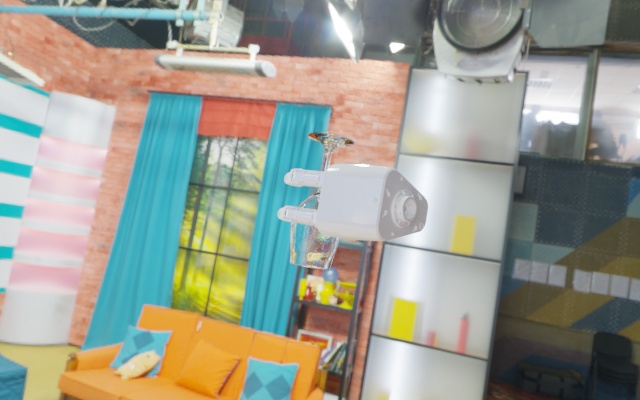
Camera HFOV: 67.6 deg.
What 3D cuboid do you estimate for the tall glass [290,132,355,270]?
[{"bbox_3d":[0.000,0.002,0.732,0.079,0.201,0.079,10,-5,1],"label":"tall glass"}]
